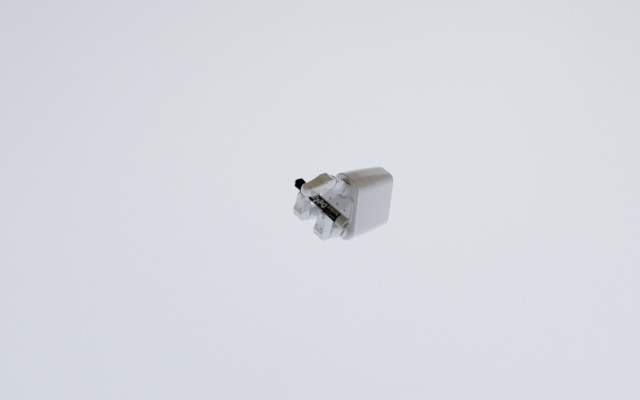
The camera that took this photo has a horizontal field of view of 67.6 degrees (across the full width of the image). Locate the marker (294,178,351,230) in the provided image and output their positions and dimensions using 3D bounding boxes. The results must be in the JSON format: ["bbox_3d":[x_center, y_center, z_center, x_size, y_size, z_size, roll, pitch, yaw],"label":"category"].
[{"bbox_3d":[0.000,0.002,0.744,0.121,0.020,0.020,42,25,31],"label":"marker"}]
